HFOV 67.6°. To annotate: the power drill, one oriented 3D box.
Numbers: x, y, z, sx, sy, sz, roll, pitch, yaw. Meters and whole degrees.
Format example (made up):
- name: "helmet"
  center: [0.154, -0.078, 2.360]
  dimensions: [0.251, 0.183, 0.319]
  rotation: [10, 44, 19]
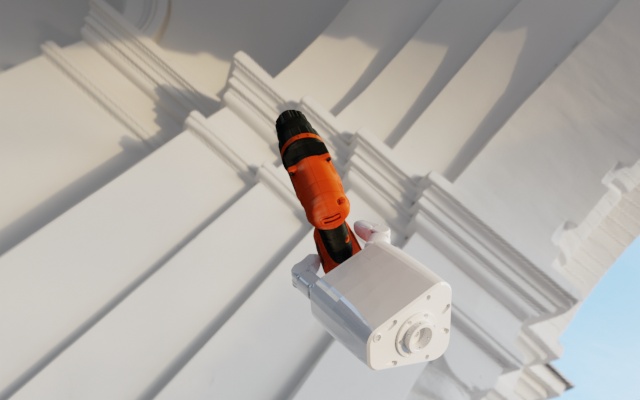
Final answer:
- name: "power drill"
  center: [0.000, 0.002, 0.575]
  dimensions: [0.057, 0.184, 0.188]
  rotation: [-21, -44, 1]
